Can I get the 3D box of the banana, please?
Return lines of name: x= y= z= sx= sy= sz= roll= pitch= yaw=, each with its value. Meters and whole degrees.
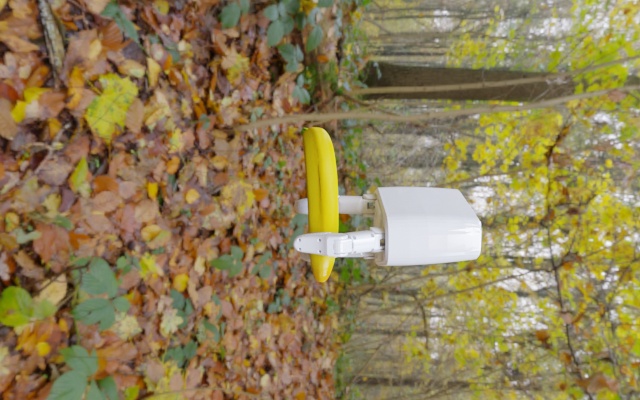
banana: x=0.001 y=-0.007 z=0.559 sx=0.037 sy=0.197 sz=0.070 roll=-3 pitch=-16 yaw=-4
